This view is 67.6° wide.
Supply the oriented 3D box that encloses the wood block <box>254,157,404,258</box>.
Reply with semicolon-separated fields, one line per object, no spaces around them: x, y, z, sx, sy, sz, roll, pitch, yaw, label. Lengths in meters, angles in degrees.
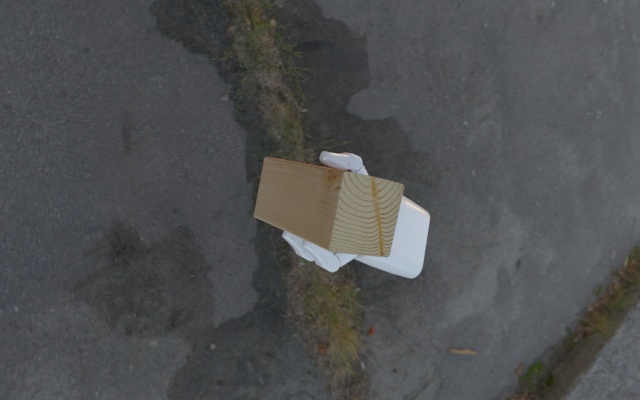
0.001;0.002;0.619;0.090;0.091;0.206;9;4;-32;wood block
